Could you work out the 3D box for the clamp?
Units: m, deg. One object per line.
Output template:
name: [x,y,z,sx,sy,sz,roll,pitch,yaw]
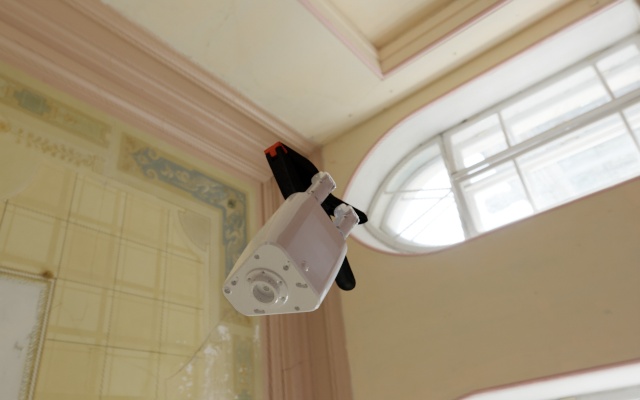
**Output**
clamp: [-0.001,0.002,0.667,0.036,0.210,0.164,-28,16,26]
